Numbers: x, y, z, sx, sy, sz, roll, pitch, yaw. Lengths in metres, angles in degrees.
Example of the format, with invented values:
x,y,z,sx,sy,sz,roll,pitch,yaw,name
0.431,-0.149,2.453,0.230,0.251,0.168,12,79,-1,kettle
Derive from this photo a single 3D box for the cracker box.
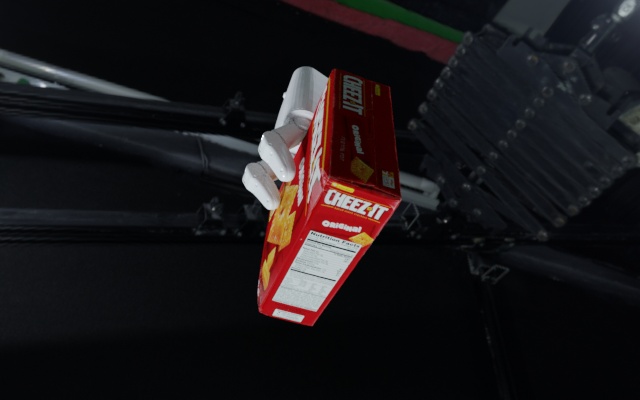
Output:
x,y,z,sx,sy,sz,roll,pitch,yaw,name
0.000,0.002,0.491,0.072,0.164,0.214,15,-46,-13,cracker box
